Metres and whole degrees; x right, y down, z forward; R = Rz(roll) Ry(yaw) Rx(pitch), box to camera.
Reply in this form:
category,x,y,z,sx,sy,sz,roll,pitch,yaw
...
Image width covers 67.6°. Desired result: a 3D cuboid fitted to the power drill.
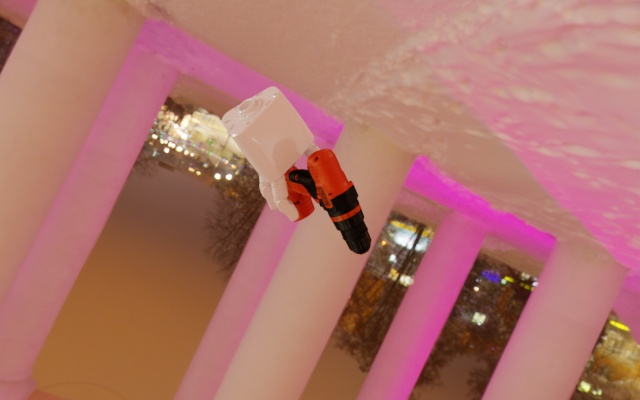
category,x,y,z,sx,sy,sz,roll,pitch,yaw
power drill,0.000,0.002,0.816,0.057,0.184,0.187,-32,17,-27
